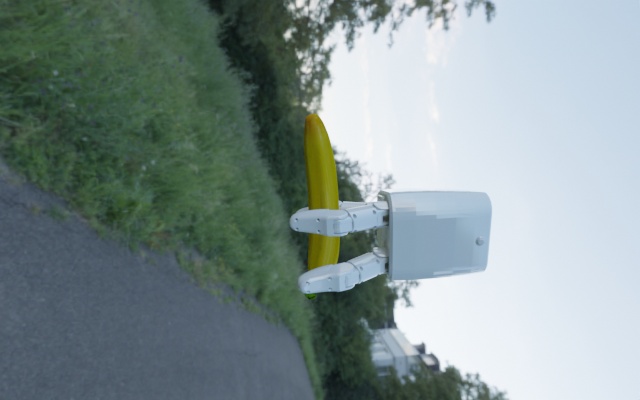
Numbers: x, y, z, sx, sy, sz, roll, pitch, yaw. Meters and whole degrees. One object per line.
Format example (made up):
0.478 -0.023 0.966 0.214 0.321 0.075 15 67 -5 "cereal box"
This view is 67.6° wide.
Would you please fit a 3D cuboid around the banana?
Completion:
0.002 0.006 0.535 0.037 0.198 0.069 -2 -2 5 "banana"
